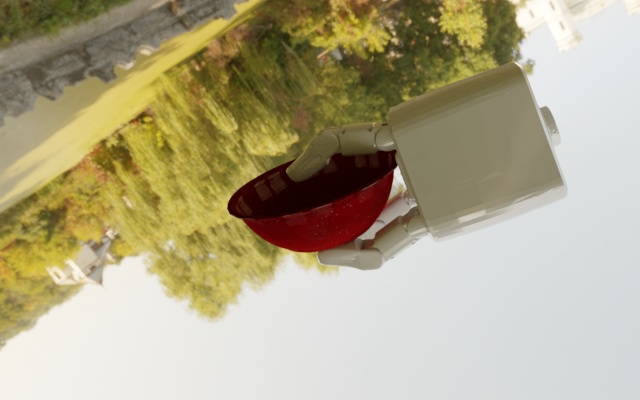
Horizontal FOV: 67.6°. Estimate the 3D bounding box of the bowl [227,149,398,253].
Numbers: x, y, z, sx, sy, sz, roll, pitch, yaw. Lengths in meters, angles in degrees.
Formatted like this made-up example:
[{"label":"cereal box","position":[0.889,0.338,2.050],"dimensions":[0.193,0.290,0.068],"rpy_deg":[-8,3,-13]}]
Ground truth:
[{"label":"bowl","position":[-0.001,0.002,0.437],"dimensions":[0.162,0.055,0.162],"rpy_deg":[-15,20,6]}]
